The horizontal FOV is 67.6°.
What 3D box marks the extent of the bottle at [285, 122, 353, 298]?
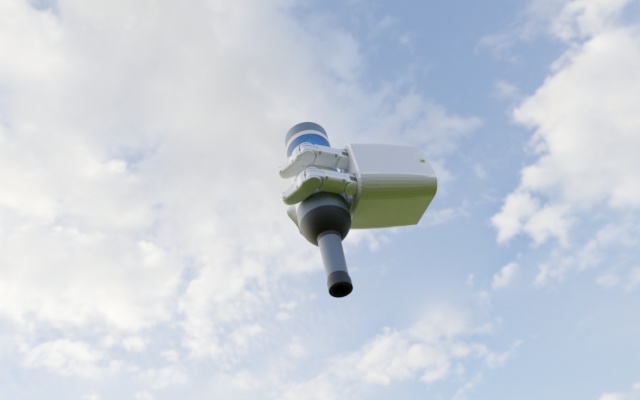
[{"bbox_3d":[0.000,0.002,0.624,0.069,0.069,0.295,0,40,-11],"label":"bottle"}]
